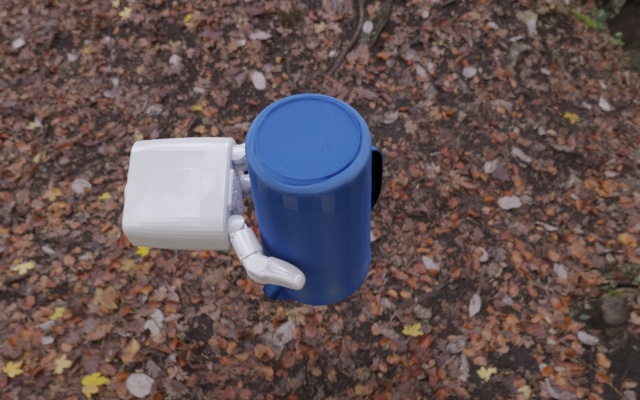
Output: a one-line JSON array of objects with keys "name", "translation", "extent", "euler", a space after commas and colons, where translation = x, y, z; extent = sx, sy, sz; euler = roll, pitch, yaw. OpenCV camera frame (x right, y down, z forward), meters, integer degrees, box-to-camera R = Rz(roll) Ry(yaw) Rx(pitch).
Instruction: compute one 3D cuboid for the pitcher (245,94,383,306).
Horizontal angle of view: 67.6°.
[{"name": "pitcher", "translation": [0.000, 0.002, 0.501], "extent": [0.145, 0.149, 0.243], "euler": [0, -31, 2]}]
